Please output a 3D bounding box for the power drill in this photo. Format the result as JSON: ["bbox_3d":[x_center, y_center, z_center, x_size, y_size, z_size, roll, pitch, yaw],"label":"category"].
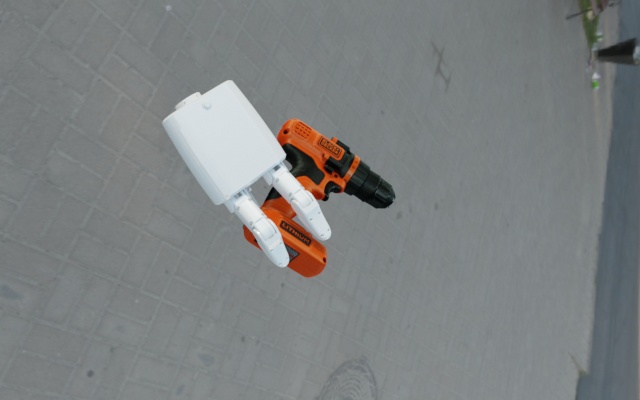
[{"bbox_3d":[0.000,0.002,0.610,0.184,0.187,0.057,32,-39,-8],"label":"power drill"}]
